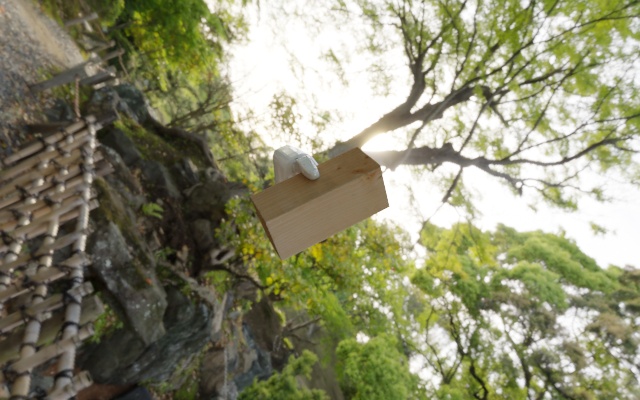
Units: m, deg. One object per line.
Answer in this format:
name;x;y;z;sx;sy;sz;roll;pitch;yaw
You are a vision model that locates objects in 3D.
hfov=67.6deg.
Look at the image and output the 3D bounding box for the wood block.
wood block;0.000;0.002;0.804;0.206;0.091;0.090;-26;36;-10
